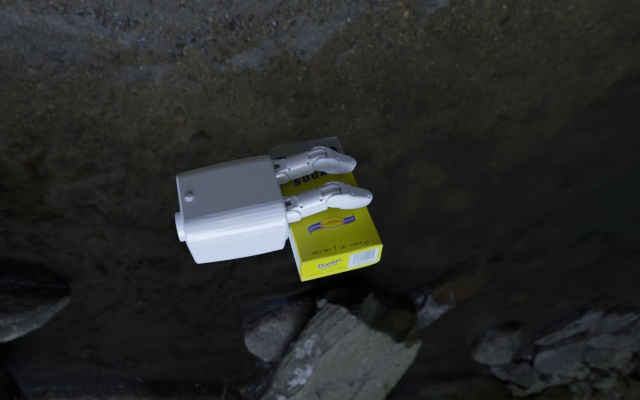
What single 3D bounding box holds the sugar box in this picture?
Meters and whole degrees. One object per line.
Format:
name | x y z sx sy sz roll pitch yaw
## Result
sugar box | 0.000 0.002 0.565 0.093 0.176 0.048 -11 -35 -12
